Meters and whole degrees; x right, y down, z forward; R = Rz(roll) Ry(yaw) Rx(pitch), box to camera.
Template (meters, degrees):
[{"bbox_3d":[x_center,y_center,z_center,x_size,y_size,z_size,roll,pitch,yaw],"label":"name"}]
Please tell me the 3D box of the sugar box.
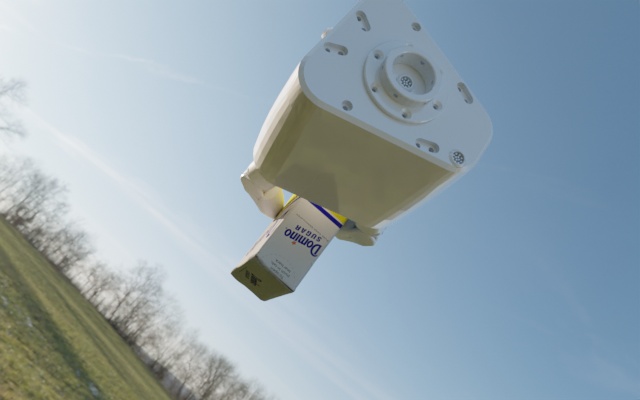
[{"bbox_3d":[0.000,0.001,0.407,0.048,0.176,0.093,43,-26,-5],"label":"sugar box"}]
